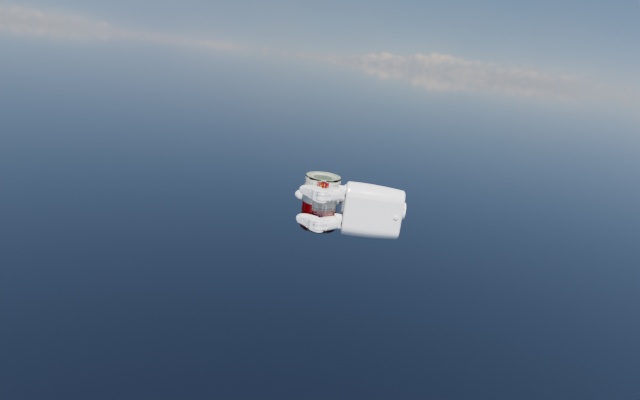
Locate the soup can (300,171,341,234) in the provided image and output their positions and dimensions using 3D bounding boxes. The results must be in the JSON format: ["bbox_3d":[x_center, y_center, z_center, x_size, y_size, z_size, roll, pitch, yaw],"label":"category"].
[{"bbox_3d":[0.000,0.003,0.892,0.068,0.102,0.068,7,17,-2],"label":"soup can"}]
